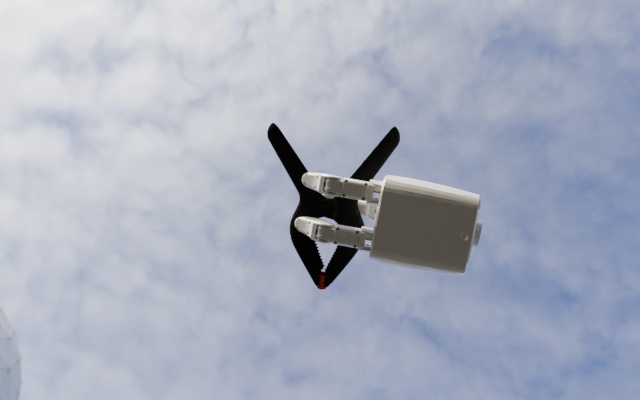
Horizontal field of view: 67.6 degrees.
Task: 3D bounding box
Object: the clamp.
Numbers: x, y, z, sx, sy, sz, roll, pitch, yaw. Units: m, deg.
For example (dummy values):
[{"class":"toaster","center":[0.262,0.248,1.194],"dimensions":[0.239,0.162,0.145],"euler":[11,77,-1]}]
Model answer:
[{"class":"clamp","center":[0.000,0.002,0.593],"dimensions":[0.164,0.210,0.036],"euler":[11,6,14]}]
